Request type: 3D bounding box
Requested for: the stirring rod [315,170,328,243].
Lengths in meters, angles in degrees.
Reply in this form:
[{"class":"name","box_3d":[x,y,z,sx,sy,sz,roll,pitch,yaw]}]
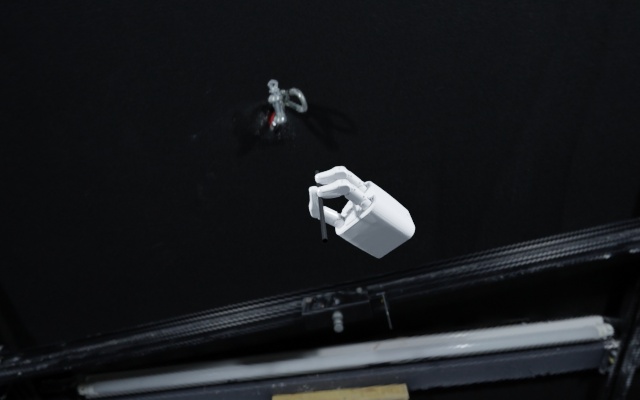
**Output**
[{"class":"stirring rod","box_3d":[0.000,0.003,0.833,0.011,0.011,0.239,0,29,-4]}]
